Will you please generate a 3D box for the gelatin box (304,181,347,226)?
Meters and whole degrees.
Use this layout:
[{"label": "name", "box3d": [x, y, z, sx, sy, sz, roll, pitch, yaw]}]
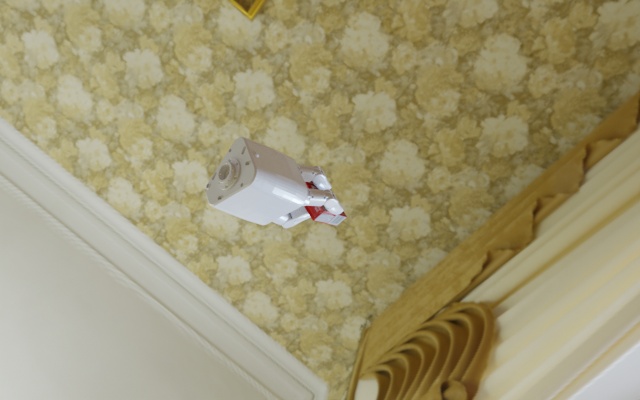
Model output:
[{"label": "gelatin box", "box3d": [0.000, 0.003, 0.828, 0.030, 0.073, 0.089, -40, -25, 18]}]
